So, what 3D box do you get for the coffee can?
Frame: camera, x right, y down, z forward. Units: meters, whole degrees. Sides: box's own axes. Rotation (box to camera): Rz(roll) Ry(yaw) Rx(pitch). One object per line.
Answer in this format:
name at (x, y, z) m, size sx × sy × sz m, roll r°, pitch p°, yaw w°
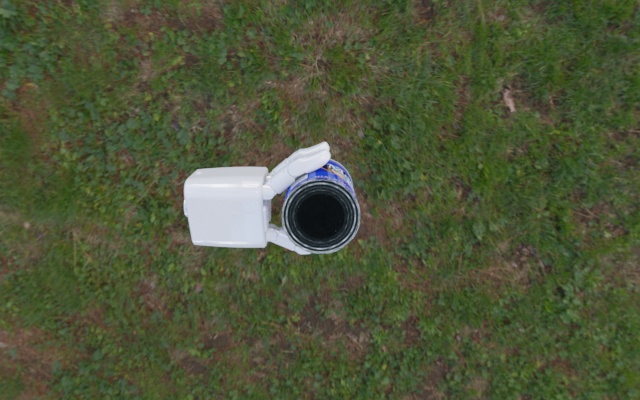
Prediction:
coffee can at (0.000, 0.002, 0.679) m, size 0.103 × 0.103 × 0.140 m, roll 0°, pitch 16°, yaw 0°
